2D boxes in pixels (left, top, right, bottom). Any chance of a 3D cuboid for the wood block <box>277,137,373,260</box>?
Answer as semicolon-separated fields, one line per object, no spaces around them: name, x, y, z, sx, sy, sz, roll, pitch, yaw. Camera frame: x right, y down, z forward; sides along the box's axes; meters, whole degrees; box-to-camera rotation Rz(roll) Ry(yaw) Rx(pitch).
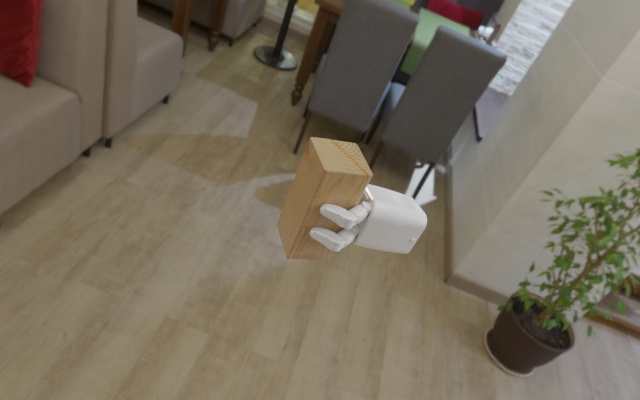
wood block;0.000;0.002;0.836;0.090;0.206;0.090;4;41;-24
